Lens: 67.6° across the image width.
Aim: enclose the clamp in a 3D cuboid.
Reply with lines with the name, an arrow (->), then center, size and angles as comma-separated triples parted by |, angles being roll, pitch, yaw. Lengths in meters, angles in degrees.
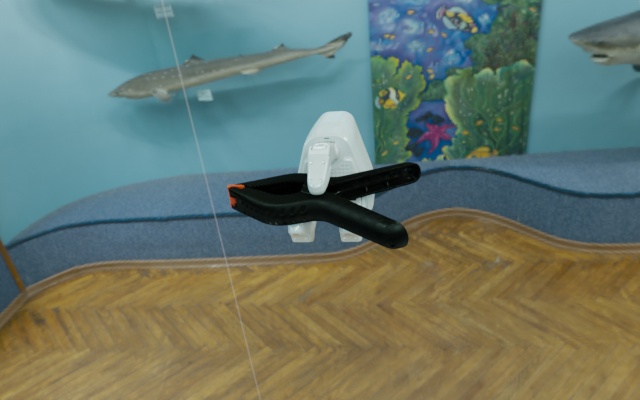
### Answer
clamp -> -0.001, 0.001, 0.491 | 0.210, 0.036, 0.164 | -2, 24, 9
